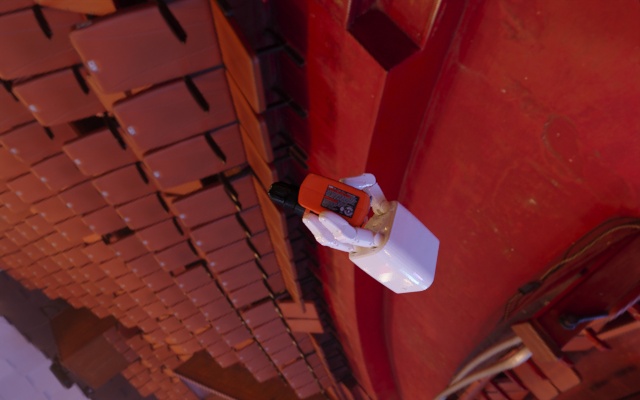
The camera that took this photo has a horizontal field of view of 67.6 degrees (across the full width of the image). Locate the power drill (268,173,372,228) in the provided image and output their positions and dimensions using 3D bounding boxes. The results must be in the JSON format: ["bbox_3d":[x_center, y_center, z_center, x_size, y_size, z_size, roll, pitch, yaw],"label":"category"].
[{"bbox_3d":[0.000,0.003,0.780,0.184,0.057,0.187,19,-6,-2],"label":"power drill"}]
